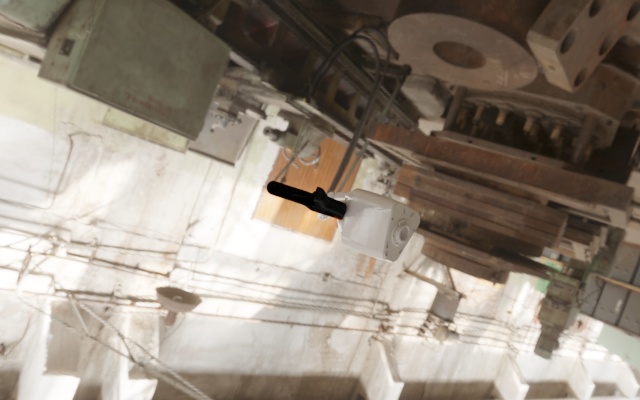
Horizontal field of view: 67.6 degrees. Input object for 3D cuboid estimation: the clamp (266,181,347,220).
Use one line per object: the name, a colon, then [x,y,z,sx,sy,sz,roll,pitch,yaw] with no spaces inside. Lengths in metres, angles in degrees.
clamp: [0.000,0.003,0.850,0.171,0.039,0.120,20,-4,-44]
